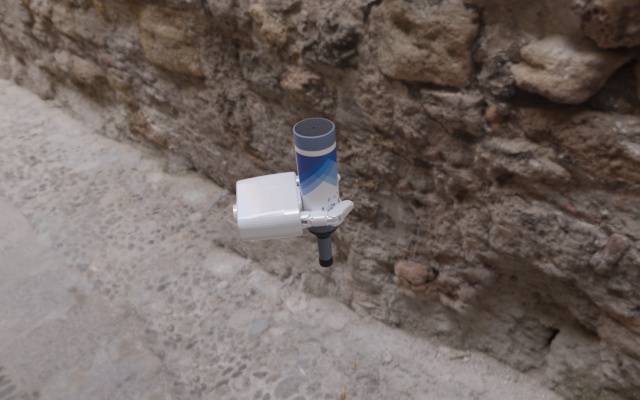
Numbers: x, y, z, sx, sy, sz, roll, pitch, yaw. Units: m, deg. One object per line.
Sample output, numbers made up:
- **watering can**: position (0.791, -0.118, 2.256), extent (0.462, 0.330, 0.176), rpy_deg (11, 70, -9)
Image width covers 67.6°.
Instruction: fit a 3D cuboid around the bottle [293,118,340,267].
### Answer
- **bottle**: position (0.000, 0.003, 0.840), extent (0.069, 0.296, 0.069), rpy_deg (-3, 36, 3)
